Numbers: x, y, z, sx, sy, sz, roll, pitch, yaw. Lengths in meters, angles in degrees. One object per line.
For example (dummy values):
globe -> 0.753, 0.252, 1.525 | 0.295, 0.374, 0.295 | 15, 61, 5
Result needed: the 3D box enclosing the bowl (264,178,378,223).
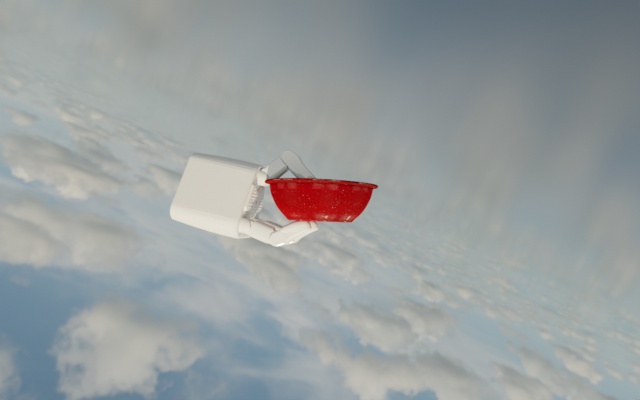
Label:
bowl -> 0.001, 0.003, 0.675 | 0.162, 0.055, 0.162 | 2, -2, 0
